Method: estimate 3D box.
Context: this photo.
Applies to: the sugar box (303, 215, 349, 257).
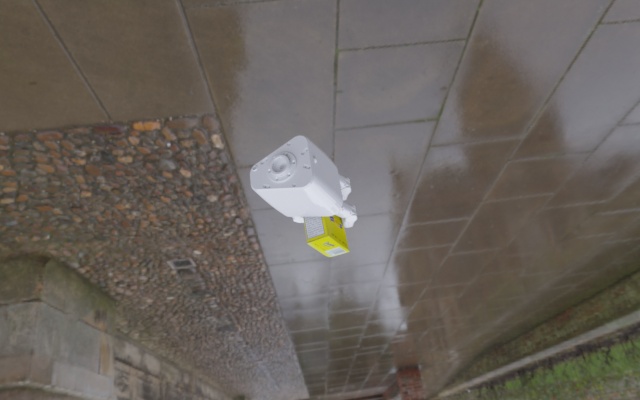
[{"bbox_3d":[0.001,0.003,0.831,0.048,0.176,0.093,-18,-28,18],"label":"sugar box"}]
